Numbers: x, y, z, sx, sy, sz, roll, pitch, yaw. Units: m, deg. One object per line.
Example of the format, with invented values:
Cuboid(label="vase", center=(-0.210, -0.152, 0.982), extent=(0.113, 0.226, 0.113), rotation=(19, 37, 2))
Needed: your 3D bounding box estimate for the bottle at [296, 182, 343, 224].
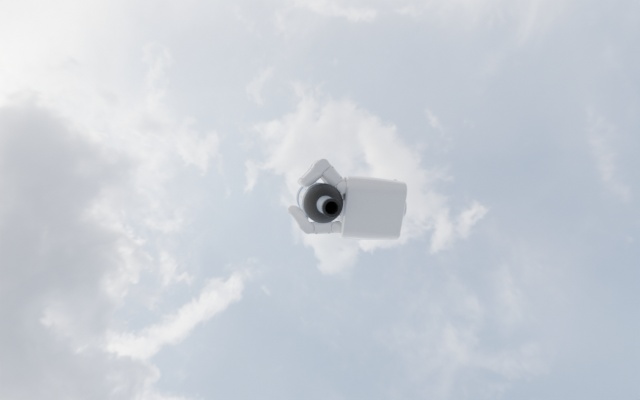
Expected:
Cuboid(label="bottle", center=(0.000, 0.003, 0.818), extent=(0.069, 0.069, 0.295), rotation=(0, 3, -6))
